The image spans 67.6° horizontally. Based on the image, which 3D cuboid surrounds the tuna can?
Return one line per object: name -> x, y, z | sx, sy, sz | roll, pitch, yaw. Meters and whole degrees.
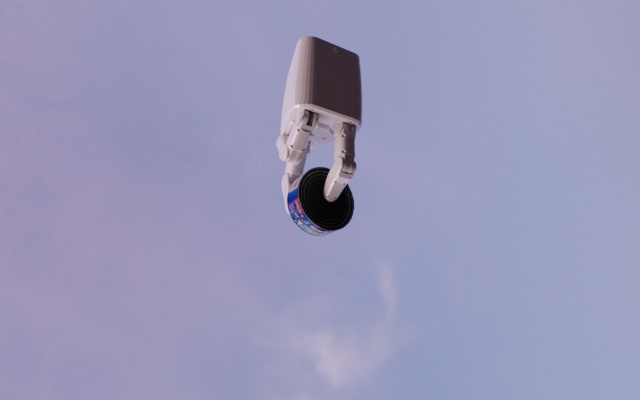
tuna can -> 0.000, 0.002, 0.620 | 0.086, 0.086, 0.034 | 0, -18, -35
